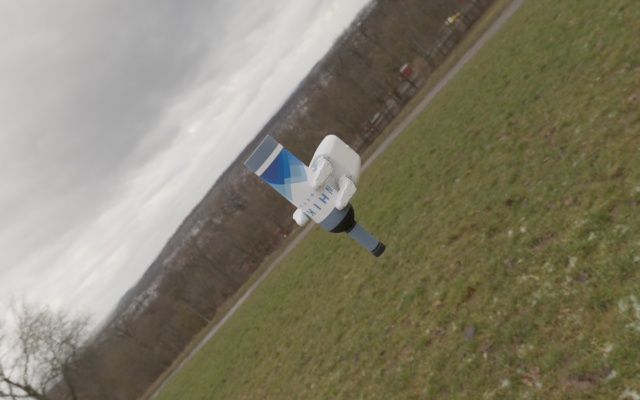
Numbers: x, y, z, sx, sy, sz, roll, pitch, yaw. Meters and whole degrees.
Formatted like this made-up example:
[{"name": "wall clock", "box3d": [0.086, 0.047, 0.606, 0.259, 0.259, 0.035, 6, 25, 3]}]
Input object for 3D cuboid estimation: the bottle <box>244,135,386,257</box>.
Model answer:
[{"name": "bottle", "box3d": [0.000, 0.003, 0.853, 0.296, 0.069, 0.069, 39, -9, -11]}]
